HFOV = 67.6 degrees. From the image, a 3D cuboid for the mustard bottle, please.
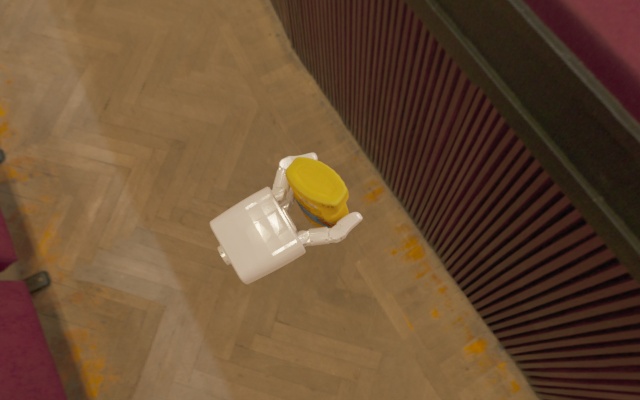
[{"bbox_3d":[0.000,0.002,0.765,0.096,0.058,0.192,32,-14,14],"label":"mustard bottle"}]
